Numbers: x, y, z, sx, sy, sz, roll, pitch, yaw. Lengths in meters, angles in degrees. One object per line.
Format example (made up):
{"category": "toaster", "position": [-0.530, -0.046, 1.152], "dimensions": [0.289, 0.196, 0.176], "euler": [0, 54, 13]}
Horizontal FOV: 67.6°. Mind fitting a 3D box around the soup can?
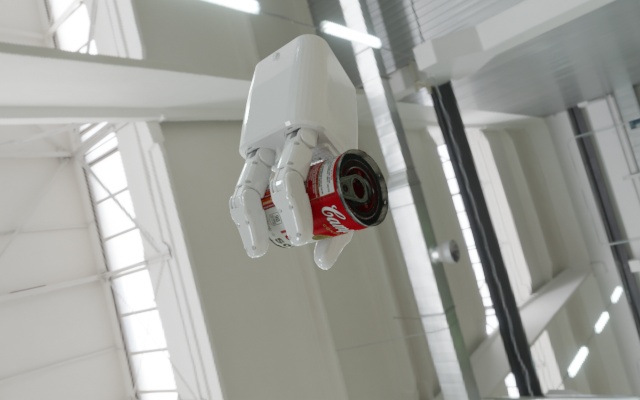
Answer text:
{"category": "soup can", "position": [0.000, 0.002, 0.430], "dimensions": [0.102, 0.068, 0.068], "euler": [-19, -12, 39]}
